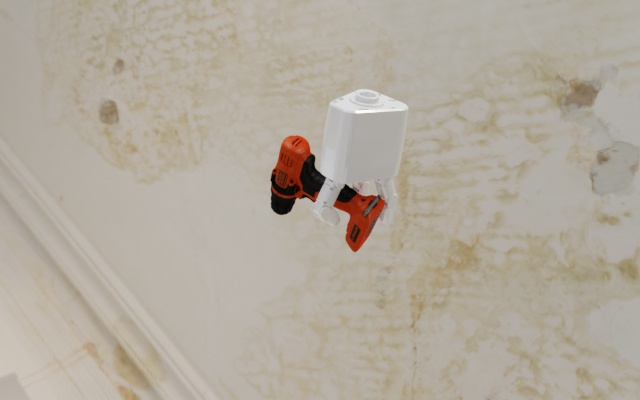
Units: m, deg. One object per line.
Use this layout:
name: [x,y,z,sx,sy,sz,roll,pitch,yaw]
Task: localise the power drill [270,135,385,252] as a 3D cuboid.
power drill: [0.001,0.003,0.776,0.187,0.057,0.185,33,-35,11]
